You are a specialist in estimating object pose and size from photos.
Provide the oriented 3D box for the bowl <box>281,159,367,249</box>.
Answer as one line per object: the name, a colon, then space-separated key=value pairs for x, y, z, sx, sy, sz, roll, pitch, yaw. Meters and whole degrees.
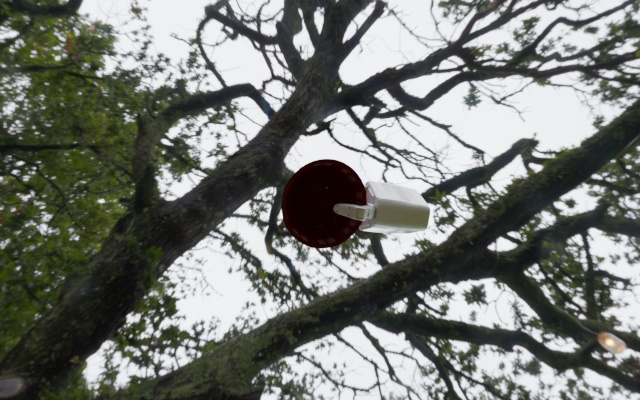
bowl: x=-0.001 y=0.002 z=0.866 sx=0.162 sy=0.162 sz=0.055 roll=0 pitch=10 yaw=-21
